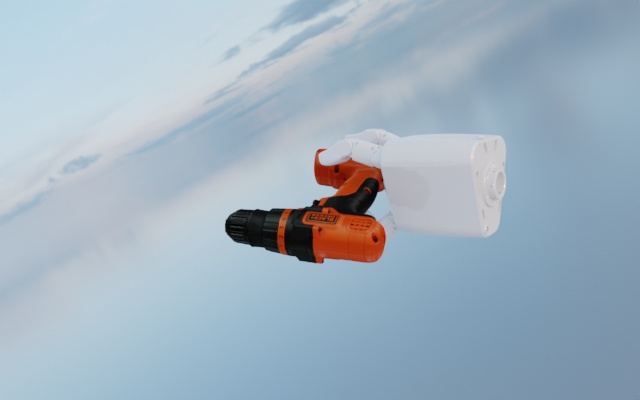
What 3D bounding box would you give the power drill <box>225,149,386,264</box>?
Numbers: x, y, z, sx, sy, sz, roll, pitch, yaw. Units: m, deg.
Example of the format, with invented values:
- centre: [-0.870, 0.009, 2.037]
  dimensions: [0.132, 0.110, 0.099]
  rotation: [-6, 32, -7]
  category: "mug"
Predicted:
- centre: [0.000, 0.002, 0.579]
  dimensions: [0.184, 0.057, 0.187]
  rotation: [7, 35, 17]
  category: "power drill"
